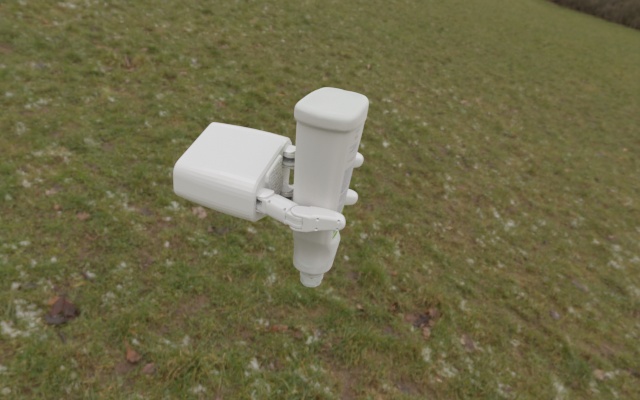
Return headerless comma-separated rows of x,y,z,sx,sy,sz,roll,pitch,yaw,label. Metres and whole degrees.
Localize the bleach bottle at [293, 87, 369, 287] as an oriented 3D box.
0.000,0.002,0.566,0.068,0.251,0.102,16,30,13,bleach bottle
